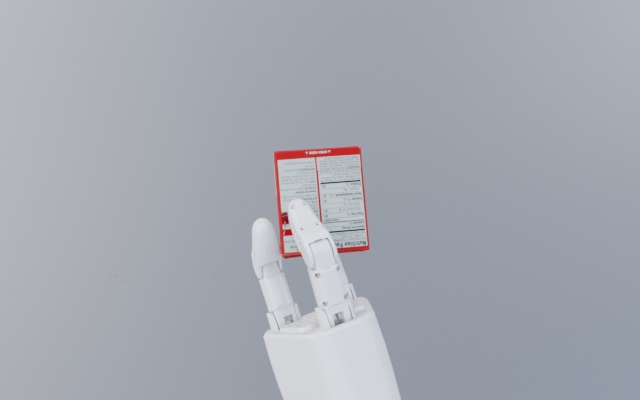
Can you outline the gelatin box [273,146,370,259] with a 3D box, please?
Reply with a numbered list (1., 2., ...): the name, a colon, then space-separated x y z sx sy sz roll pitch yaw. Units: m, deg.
1. gelatin box: 0.000 0.001 0.401 0.073 0.089 0.030 -5 -3 -4
